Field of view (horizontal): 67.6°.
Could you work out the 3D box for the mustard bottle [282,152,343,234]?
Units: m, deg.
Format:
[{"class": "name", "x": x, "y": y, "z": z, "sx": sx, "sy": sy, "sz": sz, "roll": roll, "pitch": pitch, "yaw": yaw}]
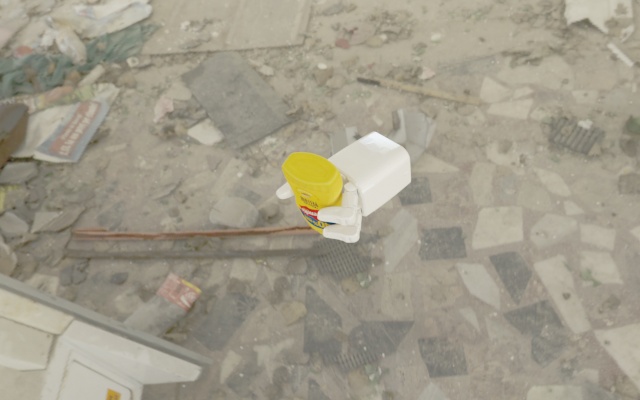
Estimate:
[{"class": "mustard bottle", "x": 0.000, "y": 0.003, "z": 0.808, "sx": 0.096, "sy": 0.058, "sz": 0.192, "roll": 21, "pitch": -27, "yaw": 25}]
